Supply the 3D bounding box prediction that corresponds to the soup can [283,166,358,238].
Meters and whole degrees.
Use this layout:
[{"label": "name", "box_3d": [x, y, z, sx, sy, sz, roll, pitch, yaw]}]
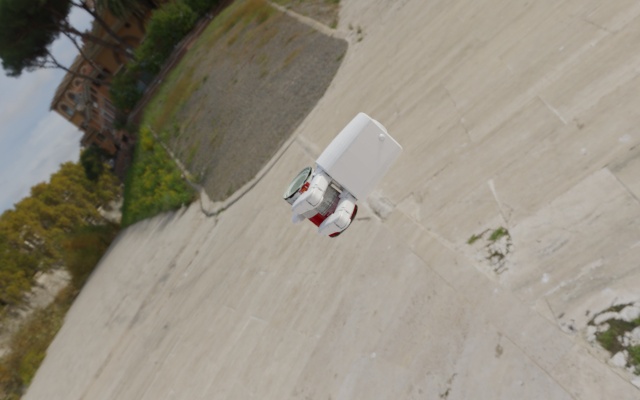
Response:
[{"label": "soup can", "box_3d": [0.000, 0.003, 0.758, 0.102, 0.068, 0.068, 40, -14, -17]}]
